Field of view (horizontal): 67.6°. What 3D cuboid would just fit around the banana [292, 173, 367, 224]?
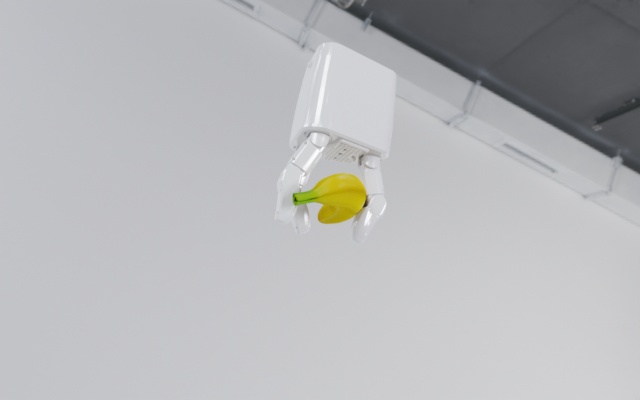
[{"bbox_3d":[0.018,-0.001,0.538,0.069,0.037,0.198,-7,-11,7],"label":"banana"}]
